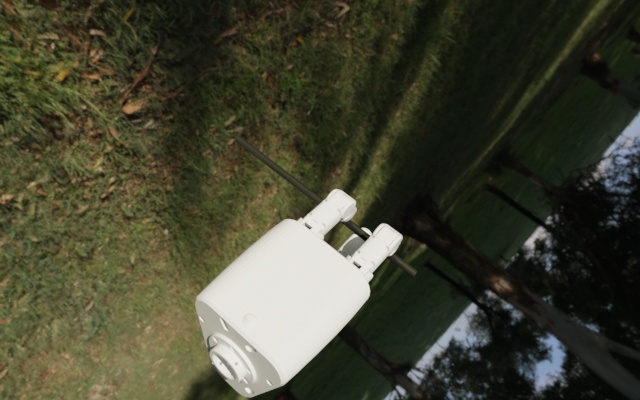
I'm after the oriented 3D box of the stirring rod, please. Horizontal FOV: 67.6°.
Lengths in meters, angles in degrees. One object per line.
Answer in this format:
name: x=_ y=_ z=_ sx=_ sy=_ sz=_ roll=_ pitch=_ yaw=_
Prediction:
stirring rod: x=0.000 y=0.002 z=0.496 sx=0.239 sy=0.011 sz=0.011 roll=37 pitch=12 yaw=16
